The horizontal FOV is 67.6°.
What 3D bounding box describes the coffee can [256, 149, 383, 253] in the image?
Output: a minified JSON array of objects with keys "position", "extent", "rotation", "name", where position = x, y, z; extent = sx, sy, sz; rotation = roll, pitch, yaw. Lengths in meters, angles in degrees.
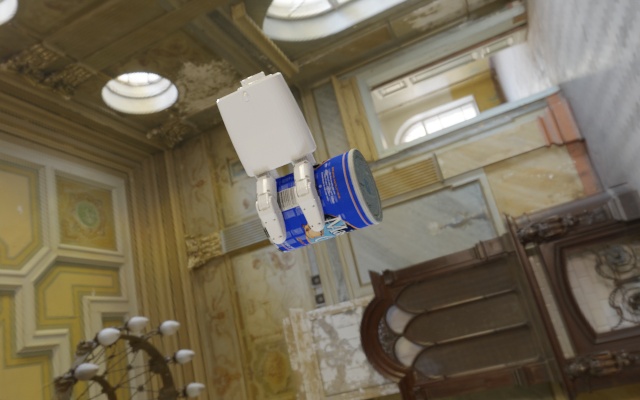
[{"position":[0.000,0.002,0.644],"extent":[0.140,0.103,0.103],"rotation":[-19,-6,18],"name":"coffee can"}]
